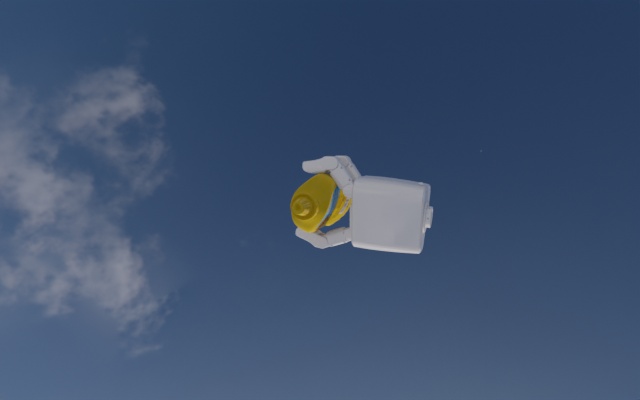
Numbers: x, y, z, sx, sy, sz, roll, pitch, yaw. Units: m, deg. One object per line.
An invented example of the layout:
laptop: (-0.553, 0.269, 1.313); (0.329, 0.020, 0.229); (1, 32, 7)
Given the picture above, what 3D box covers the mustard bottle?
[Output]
mustard bottle: (0.000, 0.002, 0.757); (0.058, 0.096, 0.191); (31, 14, 14)
